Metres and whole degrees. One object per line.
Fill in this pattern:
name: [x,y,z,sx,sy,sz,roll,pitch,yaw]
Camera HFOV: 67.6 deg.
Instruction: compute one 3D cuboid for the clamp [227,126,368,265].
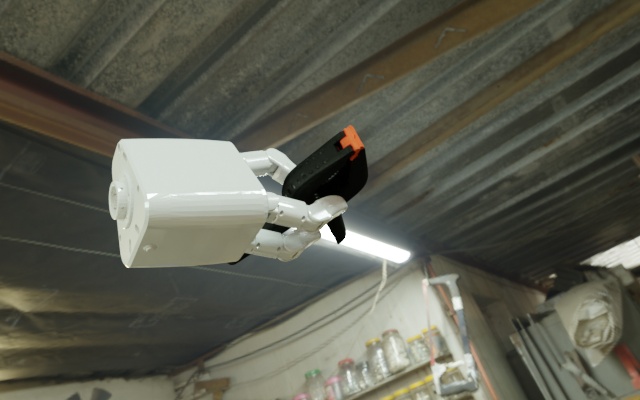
clamp: [0.000,0.001,0.522,0.164,0.036,0.210,-4,-34,-38]
